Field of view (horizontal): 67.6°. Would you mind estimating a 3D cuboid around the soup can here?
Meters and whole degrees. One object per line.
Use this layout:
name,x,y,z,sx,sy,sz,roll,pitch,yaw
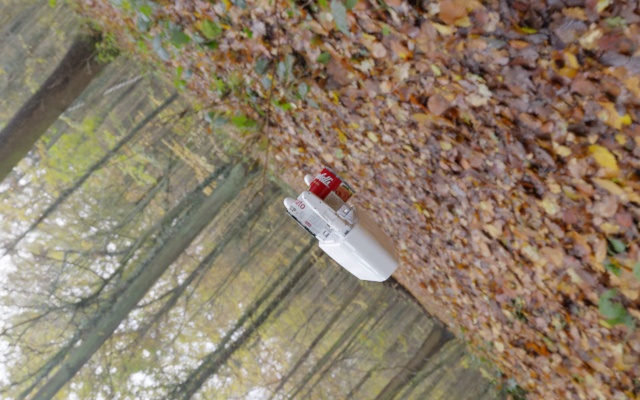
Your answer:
soup can,0.000,0.003,0.803,0.068,0.102,0.068,42,-2,2
